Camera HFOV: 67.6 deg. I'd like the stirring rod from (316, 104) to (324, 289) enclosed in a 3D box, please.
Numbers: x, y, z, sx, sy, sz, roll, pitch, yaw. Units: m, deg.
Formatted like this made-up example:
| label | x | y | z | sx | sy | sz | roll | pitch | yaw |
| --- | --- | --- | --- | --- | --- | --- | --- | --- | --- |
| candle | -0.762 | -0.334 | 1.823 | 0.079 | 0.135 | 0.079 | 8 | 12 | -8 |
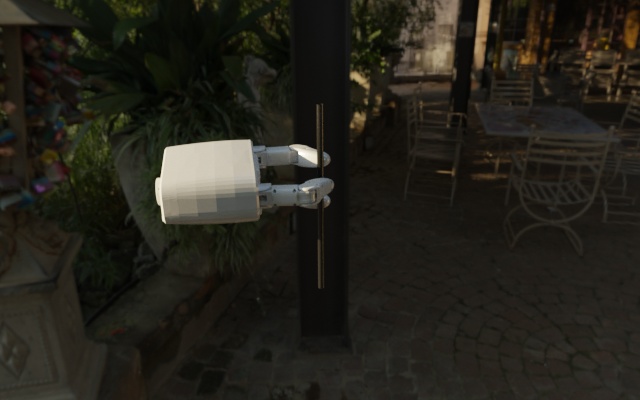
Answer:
| label | x | y | z | sx | sy | sz | roll | pitch | yaw |
| --- | --- | --- | --- | --- | --- | --- | --- | --- | --- |
| stirring rod | 0.000 | 0.002 | 0.592 | 0.011 | 0.240 | 0.011 | 0 | 20 | 0 |
